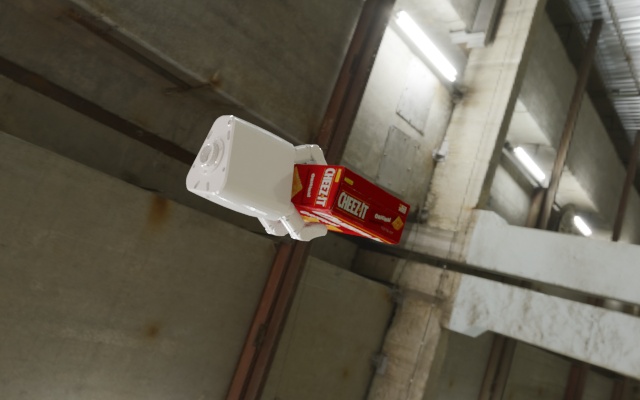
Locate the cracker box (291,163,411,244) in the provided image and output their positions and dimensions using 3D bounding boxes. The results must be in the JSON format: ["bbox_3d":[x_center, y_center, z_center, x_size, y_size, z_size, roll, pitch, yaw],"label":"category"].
[{"bbox_3d":[0.000,0.002,0.731,0.213,0.072,0.164,8,-12,46],"label":"cracker box"}]
